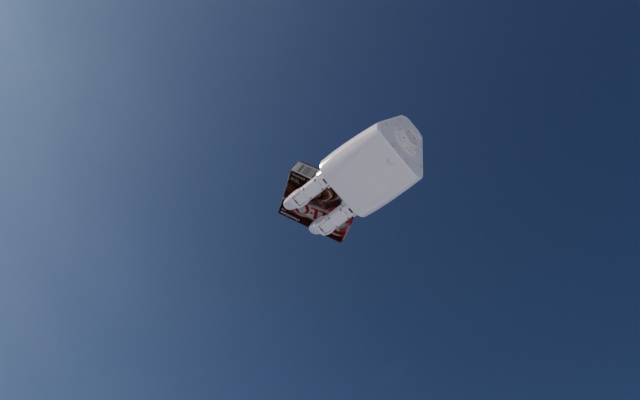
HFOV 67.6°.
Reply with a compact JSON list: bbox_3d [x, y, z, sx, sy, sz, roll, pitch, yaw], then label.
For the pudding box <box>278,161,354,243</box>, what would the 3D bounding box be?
[{"bbox_3d":[0.000,0.002,0.725,0.113,0.090,0.039,26,39,8],"label":"pudding box"}]
